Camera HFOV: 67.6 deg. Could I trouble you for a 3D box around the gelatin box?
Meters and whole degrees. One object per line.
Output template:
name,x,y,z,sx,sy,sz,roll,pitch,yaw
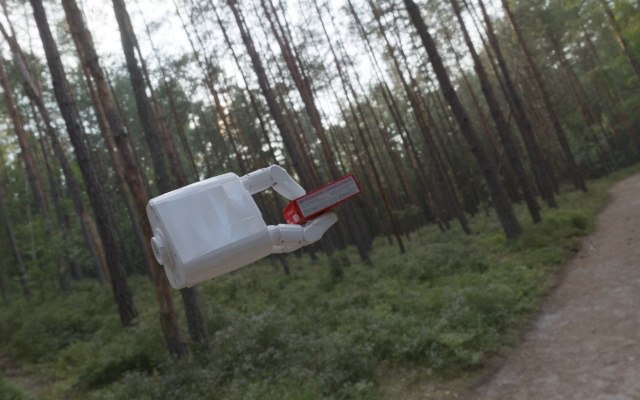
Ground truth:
gelatin box,0.000,0.001,0.622,0.089,0.030,0.073,-26,-3,-18
